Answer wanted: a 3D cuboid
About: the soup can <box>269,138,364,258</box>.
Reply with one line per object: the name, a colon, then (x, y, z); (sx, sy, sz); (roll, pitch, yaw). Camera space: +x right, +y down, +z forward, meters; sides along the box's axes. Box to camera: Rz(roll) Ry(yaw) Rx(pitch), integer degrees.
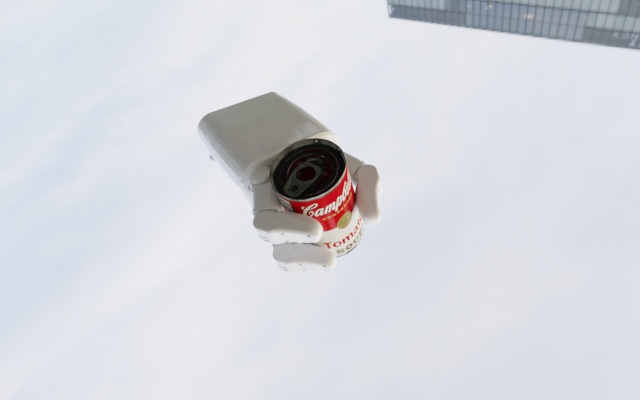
soup can: (0.001, 0.002, 0.444); (0.068, 0.068, 0.102); (0, -36, 16)
